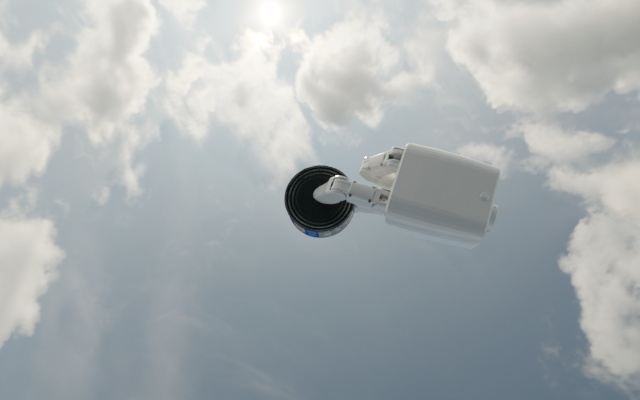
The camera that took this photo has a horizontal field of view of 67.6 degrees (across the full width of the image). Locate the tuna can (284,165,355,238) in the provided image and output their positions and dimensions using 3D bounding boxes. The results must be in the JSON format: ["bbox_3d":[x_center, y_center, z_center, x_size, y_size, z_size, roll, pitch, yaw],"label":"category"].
[{"bbox_3d":[0.000,0.002,0.589,0.086,0.086,0.034,0,-21,5],"label":"tuna can"}]
